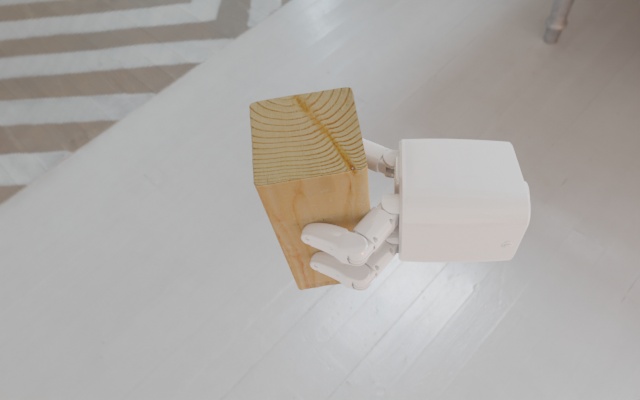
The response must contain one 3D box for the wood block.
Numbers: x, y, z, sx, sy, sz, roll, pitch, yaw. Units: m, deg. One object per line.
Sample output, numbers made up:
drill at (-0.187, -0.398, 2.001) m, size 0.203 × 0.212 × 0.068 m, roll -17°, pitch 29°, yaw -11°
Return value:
wood block at (0.000, 0.001, 0.466) m, size 0.090 × 0.090 × 0.206 m, roll -9°, pitch -34°, yaw 2°
